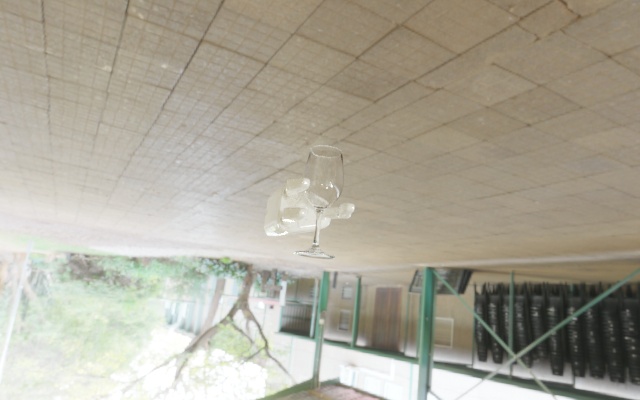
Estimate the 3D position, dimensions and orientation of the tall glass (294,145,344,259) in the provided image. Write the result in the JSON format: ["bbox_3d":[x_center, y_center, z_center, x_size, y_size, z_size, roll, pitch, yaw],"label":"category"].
[{"bbox_3d":[0.000,0.004,0.878,0.079,0.201,0.079,6,-13,2],"label":"tall glass"}]
